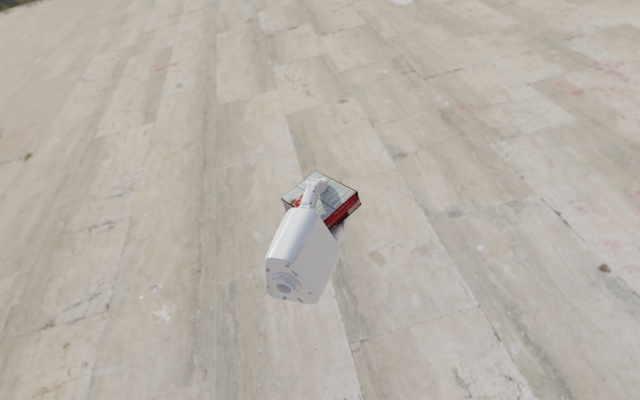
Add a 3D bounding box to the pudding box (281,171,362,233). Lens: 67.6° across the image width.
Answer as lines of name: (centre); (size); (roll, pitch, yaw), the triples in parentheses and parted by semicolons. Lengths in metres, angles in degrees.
pudding box: (0.000, 0.003, 0.824); (0.090, 0.039, 0.113); (-40, 47, -22)
